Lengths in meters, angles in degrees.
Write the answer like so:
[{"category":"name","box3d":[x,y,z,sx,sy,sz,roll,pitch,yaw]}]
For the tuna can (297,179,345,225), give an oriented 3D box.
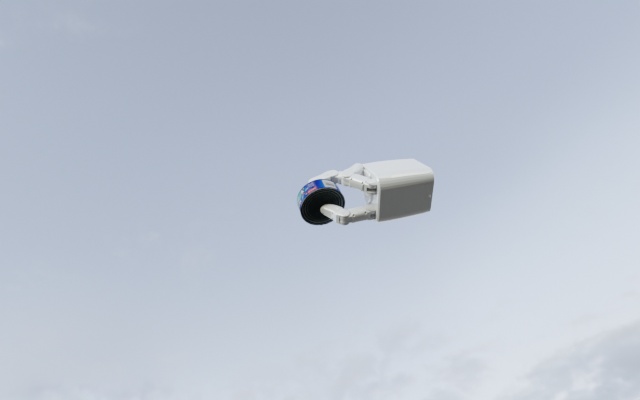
[{"category":"tuna can","box3d":[0.000,0.003,0.884,0.086,0.086,0.033,0,36,-20]}]
